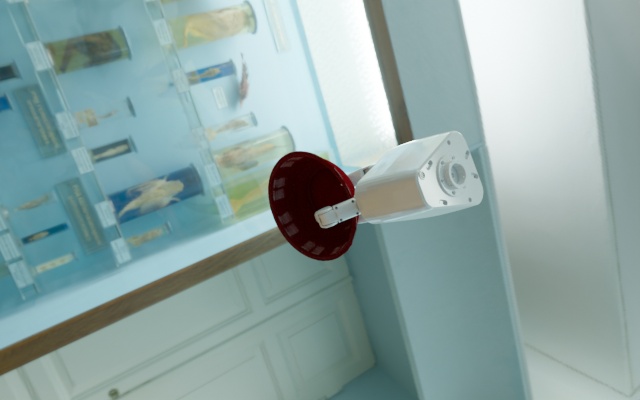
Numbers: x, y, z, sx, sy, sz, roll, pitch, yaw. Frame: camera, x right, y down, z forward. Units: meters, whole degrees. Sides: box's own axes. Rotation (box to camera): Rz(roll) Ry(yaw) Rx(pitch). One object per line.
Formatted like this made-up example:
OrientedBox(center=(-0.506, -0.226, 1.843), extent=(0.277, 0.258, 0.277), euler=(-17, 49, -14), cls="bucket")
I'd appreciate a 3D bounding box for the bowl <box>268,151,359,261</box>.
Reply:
OrientedBox(center=(-0.001, 0.002, 0.685), extent=(0.162, 0.162, 0.055), euler=(0, 18, 41), cls="bowl")
